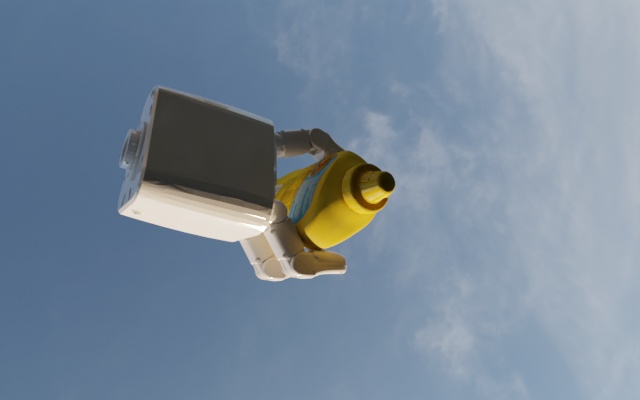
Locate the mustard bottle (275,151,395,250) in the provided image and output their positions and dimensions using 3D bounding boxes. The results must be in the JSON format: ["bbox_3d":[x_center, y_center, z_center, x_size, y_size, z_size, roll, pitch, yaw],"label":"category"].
[{"bbox_3d":[0.000,0.002,0.445,0.058,0.096,0.191,40,-28,-19],"label":"mustard bottle"}]
